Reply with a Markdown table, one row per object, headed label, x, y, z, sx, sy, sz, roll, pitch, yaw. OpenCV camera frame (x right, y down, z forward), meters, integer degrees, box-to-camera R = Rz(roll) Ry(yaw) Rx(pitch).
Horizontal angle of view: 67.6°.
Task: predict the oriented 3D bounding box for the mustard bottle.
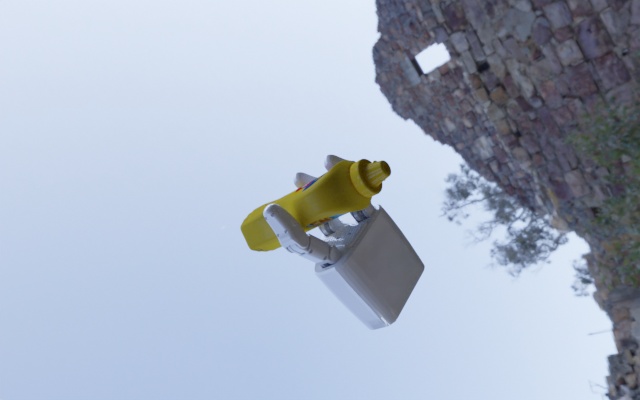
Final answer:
| label | x | y | z | sx | sy | sz | roll | pitch | yaw |
| --- | --- | --- | --- | --- | --- | --- | --- | --- | --- |
| mustard bottle | 0.000 | 0.002 | 0.548 | 0.192 | 0.058 | 0.096 | -27 | -3 | 37 |
